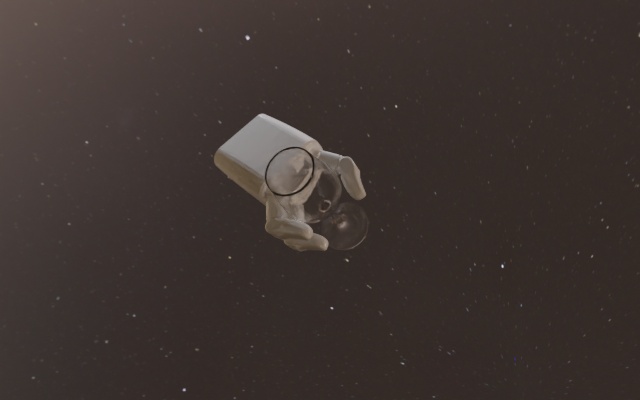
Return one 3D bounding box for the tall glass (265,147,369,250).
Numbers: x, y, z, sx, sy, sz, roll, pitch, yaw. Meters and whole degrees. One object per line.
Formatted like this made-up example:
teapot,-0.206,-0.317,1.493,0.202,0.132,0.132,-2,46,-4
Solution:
tall glass,0.000,0.002,0.625,0.079,0.079,0.201,0,-21,22
